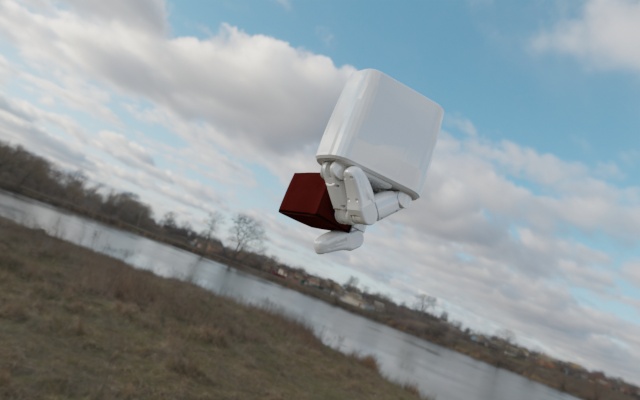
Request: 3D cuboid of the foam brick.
[{"bbox_3d":[0.000,0.002,0.543,0.053,0.051,0.078,28,-14,-34],"label":"foam brick"}]
